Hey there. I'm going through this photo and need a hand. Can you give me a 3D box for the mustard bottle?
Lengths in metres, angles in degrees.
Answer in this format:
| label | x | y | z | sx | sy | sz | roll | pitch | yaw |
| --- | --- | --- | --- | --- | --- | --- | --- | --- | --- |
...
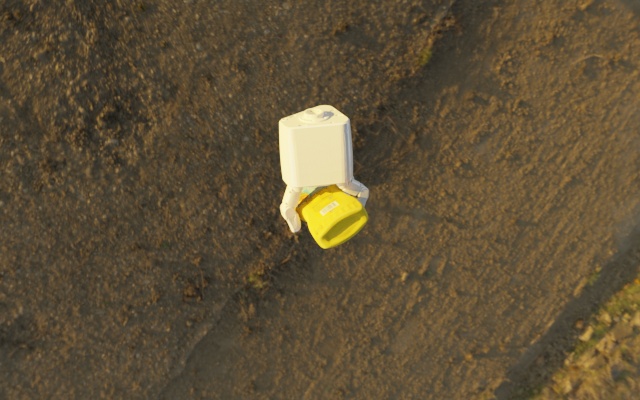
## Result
| label | x | y | z | sx | sy | sz | roll | pitch | yaw |
| --- | --- | --- | --- | --- | --- | --- | --- | --- | --- |
| mustard bottle | 0.000 | 0.003 | 0.852 | 0.096 | 0.058 | 0.191 | -35 | 37 | -5 |
